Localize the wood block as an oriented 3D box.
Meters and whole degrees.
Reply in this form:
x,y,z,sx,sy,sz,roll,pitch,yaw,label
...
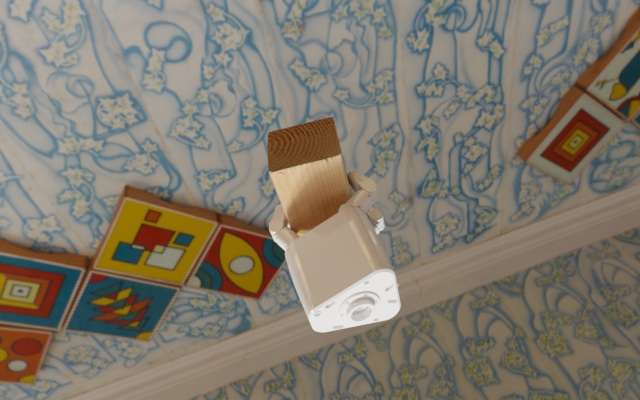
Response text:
x,y,z,sx,sy,sz,roll,pitch,yaw,label
0.000,0.003,0.657,0.091,0.206,0.090,-13,41,4,wood block
